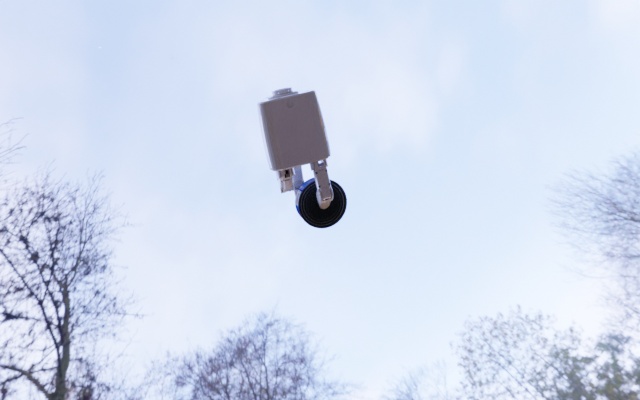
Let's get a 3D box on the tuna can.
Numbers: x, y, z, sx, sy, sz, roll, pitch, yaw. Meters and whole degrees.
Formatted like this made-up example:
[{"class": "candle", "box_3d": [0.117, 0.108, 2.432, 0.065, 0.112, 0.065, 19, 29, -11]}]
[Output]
[{"class": "tuna can", "box_3d": [0.000, 0.003, 0.819, 0.086, 0.086, 0.033, 0, 11, -16]}]
